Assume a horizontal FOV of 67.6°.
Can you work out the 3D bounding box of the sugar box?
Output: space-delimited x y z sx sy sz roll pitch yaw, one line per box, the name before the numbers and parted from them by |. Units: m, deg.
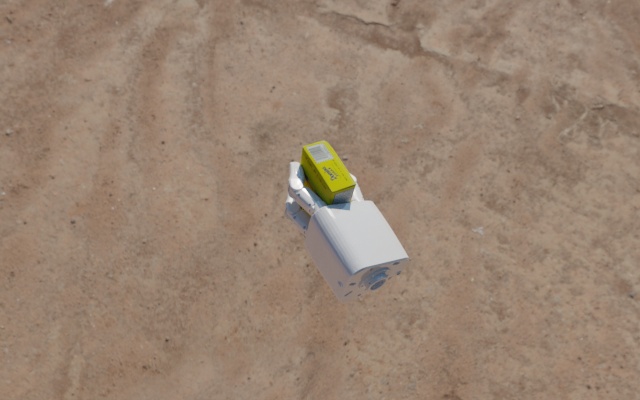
sugar box | 0.000 0.003 0.732 0.048 0.093 0.176 -17 -33 -23
